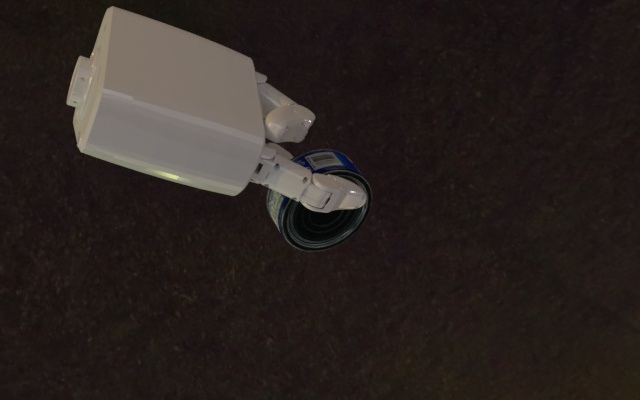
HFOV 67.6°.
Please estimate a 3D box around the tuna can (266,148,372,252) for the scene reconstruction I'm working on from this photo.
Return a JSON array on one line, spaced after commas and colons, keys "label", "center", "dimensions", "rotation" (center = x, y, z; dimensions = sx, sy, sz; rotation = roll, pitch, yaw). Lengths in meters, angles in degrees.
[{"label": "tuna can", "center": [0.000, 0.002, 0.404], "dimensions": [0.086, 0.086, 0.033], "rotation": [0, 34, -29]}]
